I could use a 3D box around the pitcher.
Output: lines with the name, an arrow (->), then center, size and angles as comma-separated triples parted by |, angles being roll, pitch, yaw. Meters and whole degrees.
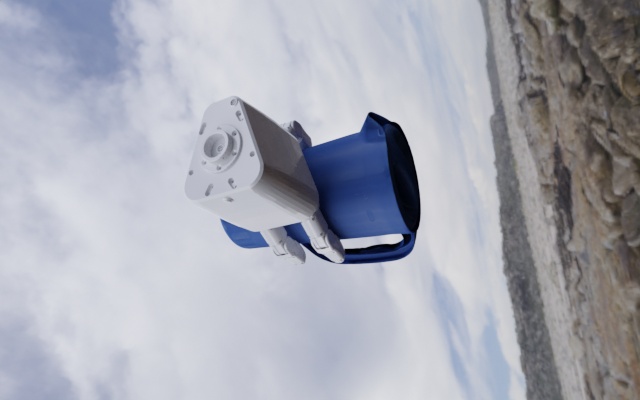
pitcher -> 0.000, 0.002, 0.604 | 0.243, 0.149, 0.145 | -11, -22, 24
